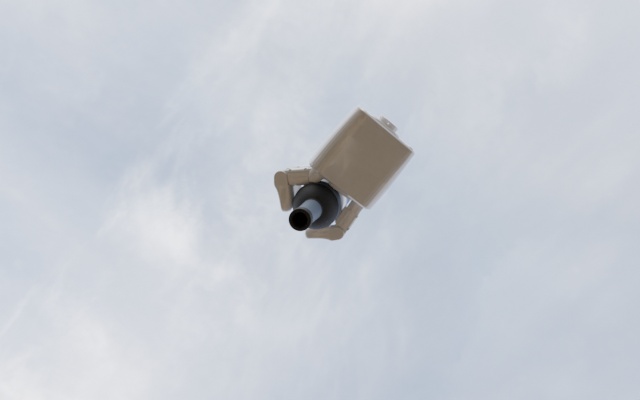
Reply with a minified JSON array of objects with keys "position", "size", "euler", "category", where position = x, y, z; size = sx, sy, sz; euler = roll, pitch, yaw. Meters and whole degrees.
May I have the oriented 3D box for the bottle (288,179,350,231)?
[{"position":[0.000,0.002,0.701],"size":[0.069,0.069,0.295],"euler":[0,8,10],"category":"bottle"}]
